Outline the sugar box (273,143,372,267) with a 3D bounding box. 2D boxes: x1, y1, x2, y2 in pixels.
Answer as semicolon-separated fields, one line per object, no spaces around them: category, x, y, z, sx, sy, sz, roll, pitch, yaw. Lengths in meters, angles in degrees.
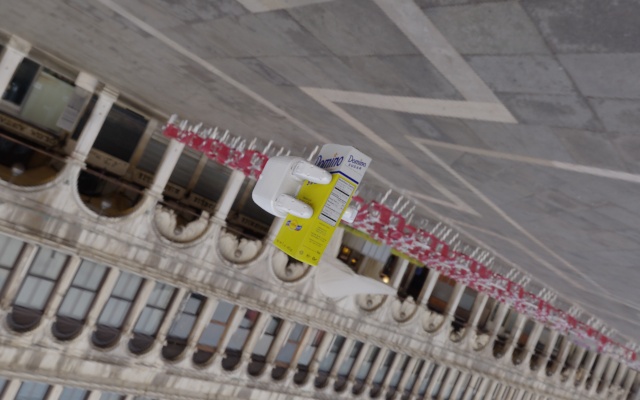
sugar box;0.000;0.002;0.701;0.048;0.176;0.093;27;-4;-27
